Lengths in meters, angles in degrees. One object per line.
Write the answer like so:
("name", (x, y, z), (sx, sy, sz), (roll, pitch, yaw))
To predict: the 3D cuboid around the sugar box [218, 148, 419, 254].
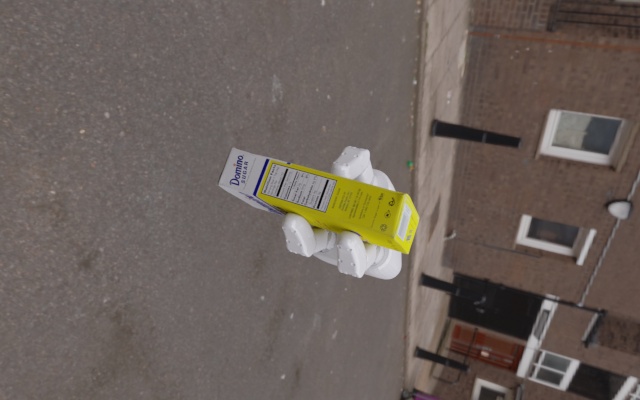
("sugar box", (0.000, 0.002, 0.459), (0.176, 0.048, 0.093), (13, -11, 21))
